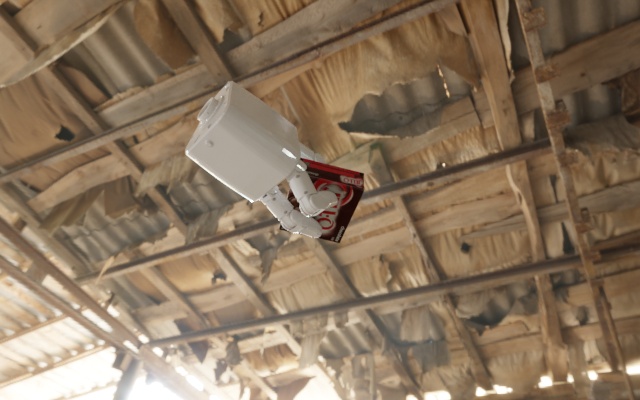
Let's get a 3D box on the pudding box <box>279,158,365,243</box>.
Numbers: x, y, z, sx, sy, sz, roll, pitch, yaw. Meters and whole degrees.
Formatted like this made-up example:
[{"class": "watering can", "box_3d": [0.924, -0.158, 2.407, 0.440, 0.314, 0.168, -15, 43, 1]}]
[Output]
[{"class": "pudding box", "box_3d": [0.000, 0.002, 0.641, 0.090, 0.039, 0.114, 14, -44, -7]}]
